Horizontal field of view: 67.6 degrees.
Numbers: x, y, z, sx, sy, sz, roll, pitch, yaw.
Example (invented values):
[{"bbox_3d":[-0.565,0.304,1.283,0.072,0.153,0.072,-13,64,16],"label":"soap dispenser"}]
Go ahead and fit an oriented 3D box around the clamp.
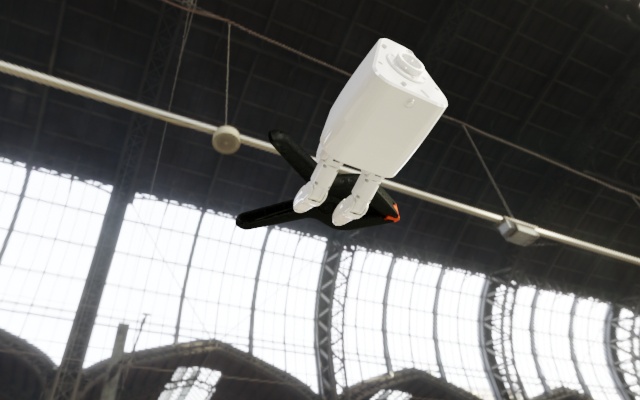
[{"bbox_3d":[0.001,0.001,0.615,0.210,0.036,0.165,17,-47,-23],"label":"clamp"}]
